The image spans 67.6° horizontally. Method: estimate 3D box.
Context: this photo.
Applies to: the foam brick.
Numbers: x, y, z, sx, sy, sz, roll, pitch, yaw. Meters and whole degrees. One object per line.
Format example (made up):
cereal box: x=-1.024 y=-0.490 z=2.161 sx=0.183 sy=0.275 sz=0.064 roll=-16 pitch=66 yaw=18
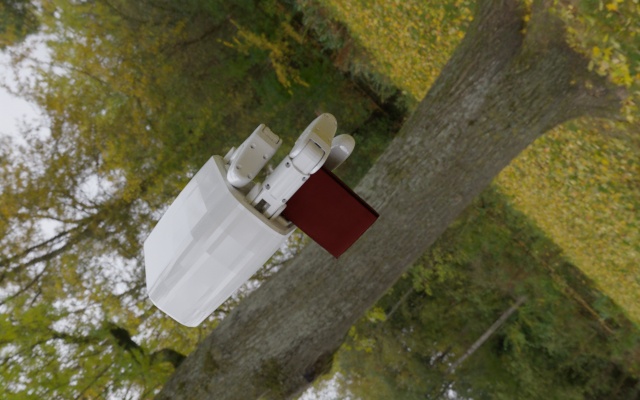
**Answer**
foam brick: x=0.000 y=0.001 z=0.406 sx=0.078 sy=0.051 sz=0.053 roll=40 pitch=4 yaw=-15
